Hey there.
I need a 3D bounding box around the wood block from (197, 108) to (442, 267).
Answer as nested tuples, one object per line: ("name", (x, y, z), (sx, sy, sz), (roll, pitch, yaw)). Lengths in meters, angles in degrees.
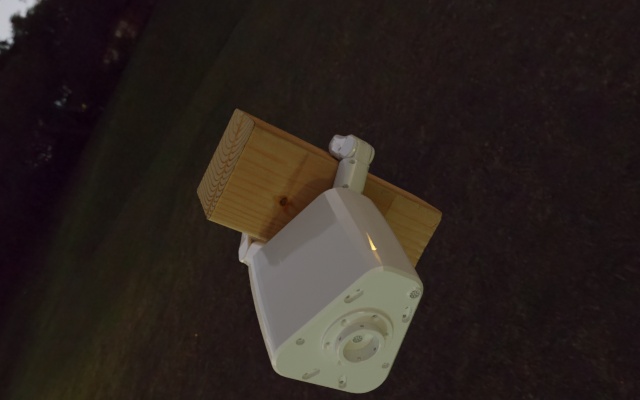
("wood block", (0.000, 0.001, 0.461), (0.206, 0.091, 0.090), (24, 8, -26))
